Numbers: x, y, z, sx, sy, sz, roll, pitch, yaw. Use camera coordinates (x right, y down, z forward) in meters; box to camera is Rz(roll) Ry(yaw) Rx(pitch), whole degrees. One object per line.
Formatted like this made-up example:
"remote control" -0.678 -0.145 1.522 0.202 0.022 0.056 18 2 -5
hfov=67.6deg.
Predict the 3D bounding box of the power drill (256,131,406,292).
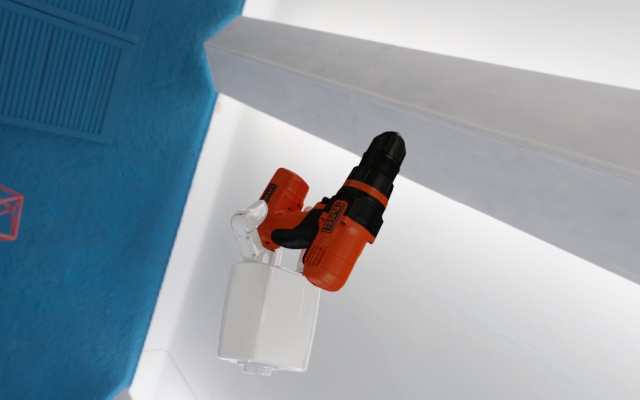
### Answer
"power drill" 0.000 0.002 0.550 0.057 0.184 0.187 38 -18 -30
